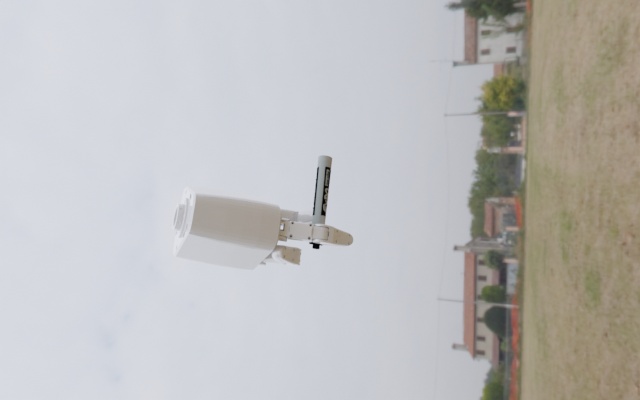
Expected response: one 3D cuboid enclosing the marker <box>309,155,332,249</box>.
[{"bbox_3d":[0.000,0.002,0.611,0.020,0.121,0.020,6,-13,1],"label":"marker"}]
